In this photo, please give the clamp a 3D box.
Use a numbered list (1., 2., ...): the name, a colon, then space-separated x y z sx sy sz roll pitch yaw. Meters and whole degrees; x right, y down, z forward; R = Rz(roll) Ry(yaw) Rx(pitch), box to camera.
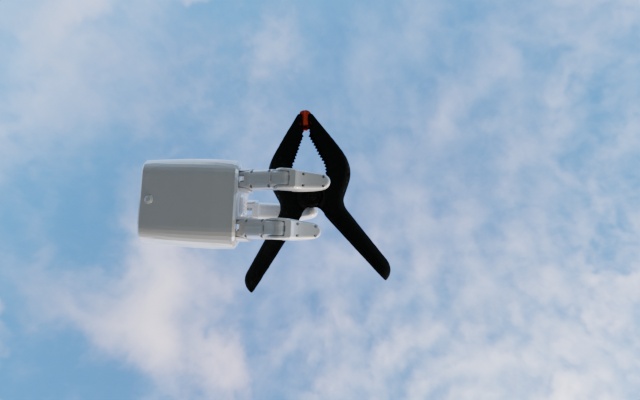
1. clamp: 0.000 0.001 0.552 0.164 0.210 0.036 2 -7 -4
